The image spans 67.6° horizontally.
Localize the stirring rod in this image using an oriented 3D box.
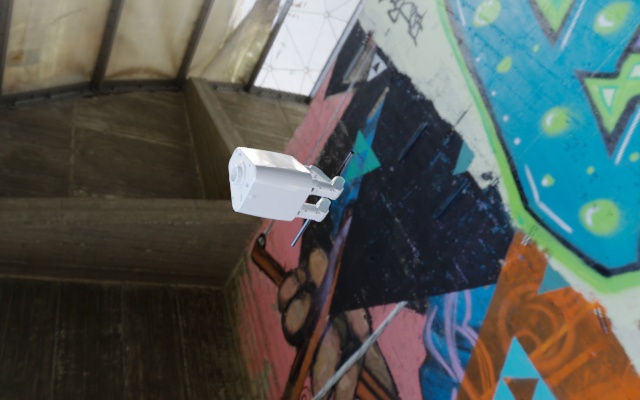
[{"bbox_3d":[0.000,0.003,0.894,0.011,0.240,0.011,23,33,-16],"label":"stirring rod"}]
